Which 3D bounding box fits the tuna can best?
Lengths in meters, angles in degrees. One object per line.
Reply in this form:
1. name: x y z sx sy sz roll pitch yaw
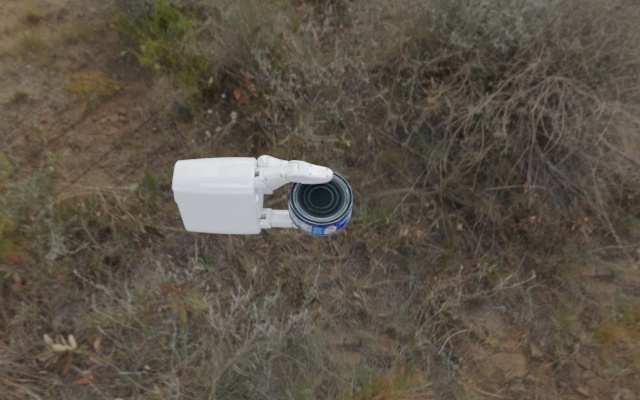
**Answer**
1. tuna can: 0.000 0.002 0.631 0.086 0.086 0.034 0 -28 -3
